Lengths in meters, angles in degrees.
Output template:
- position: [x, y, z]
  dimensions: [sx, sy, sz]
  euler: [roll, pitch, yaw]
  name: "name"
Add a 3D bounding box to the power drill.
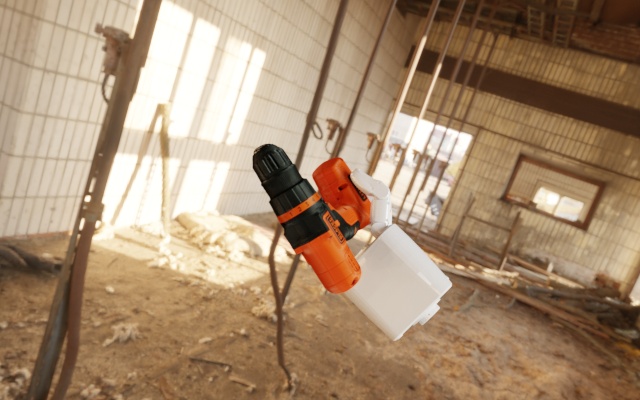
- position: [0.000, 0.002, 0.586]
  dimensions: [0.057, 0.184, 0.187]
  euler: [-28, 7, 22]
  name: "power drill"
